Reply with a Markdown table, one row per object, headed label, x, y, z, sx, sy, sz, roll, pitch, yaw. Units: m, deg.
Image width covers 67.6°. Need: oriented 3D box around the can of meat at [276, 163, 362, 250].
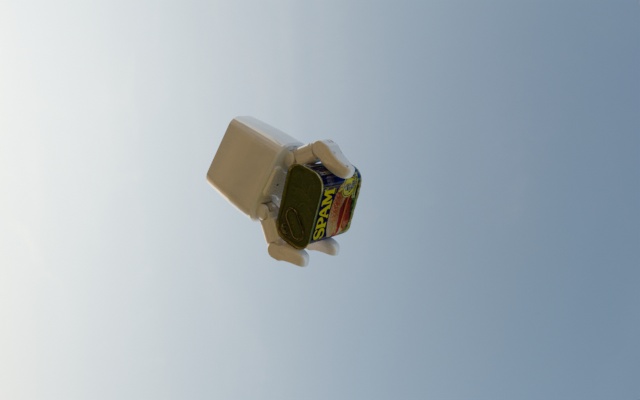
| label | x | y | z | sx | sy | sz | roll | pitch | yaw |
| --- | --- | --- | --- | --- | --- | --- | --- | --- | --- |
| can of meat | 0.000 | 0.002 | 0.593 | 0.057 | 0.102 | 0.084 | 30 | 27 | 33 |
